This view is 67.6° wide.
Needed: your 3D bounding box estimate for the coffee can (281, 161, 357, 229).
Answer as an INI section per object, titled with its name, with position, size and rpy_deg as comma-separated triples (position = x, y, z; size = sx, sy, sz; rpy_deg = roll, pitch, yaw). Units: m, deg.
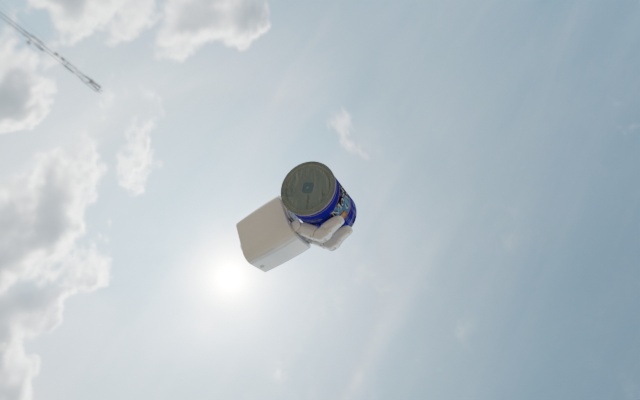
[coffee can]
position = 0.000, 0.003, 0.892
size = 0.103, 0.102, 0.140
rpy_deg = 0, -22, 21
